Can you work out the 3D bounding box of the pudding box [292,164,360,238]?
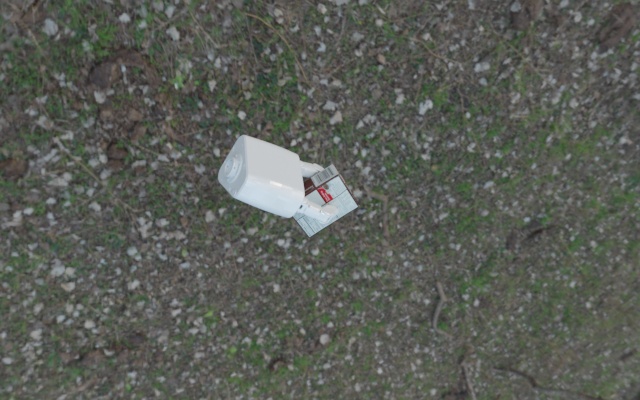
[{"bbox_3d":[0.000,0.003,0.845,0.113,0.090,0.039,-31,40,5],"label":"pudding box"}]
